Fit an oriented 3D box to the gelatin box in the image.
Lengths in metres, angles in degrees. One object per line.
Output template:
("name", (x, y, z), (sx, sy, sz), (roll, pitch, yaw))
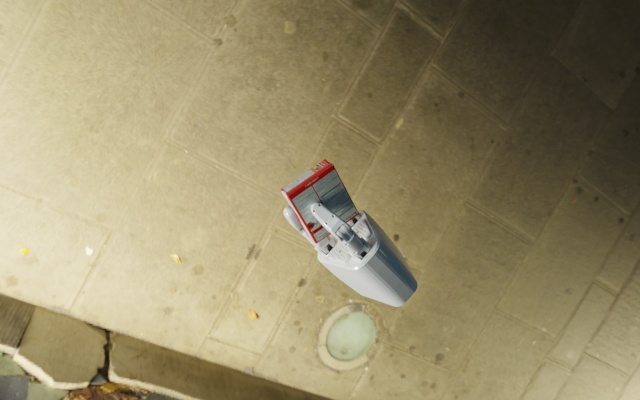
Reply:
("gelatin box", (0.000, 0.002, 0.633), (0.073, 0.089, 0.030), (-35, 31, -9))
